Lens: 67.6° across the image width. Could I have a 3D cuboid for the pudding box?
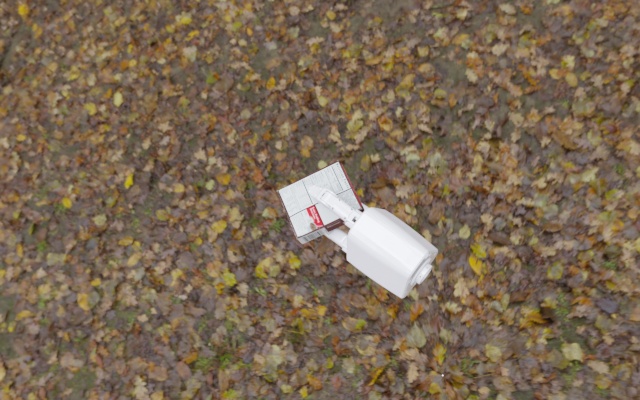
[{"bbox_3d":[0.000,0.002,0.743,0.113,0.090,0.039,-25,-21,3],"label":"pudding box"}]
